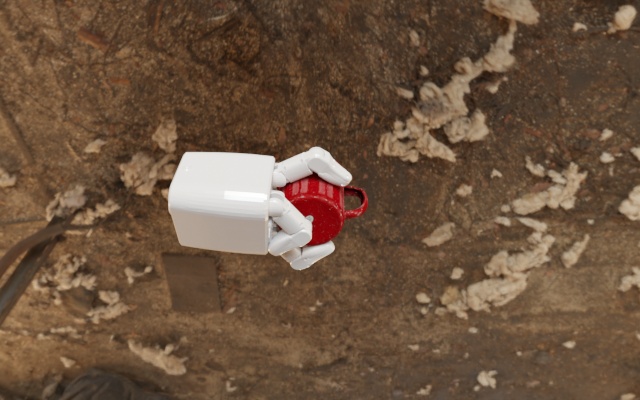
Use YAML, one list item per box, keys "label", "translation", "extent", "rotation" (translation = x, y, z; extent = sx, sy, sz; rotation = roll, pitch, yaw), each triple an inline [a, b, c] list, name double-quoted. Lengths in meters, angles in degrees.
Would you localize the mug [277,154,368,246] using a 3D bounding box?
- label: "mug"
  translation: [0.002, 0.002, 0.591]
  extent: [0.117, 0.093, 0.081]
  rotation: [4, 38, -2]
